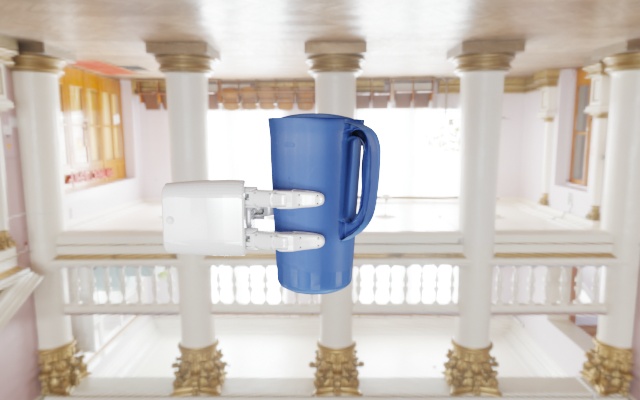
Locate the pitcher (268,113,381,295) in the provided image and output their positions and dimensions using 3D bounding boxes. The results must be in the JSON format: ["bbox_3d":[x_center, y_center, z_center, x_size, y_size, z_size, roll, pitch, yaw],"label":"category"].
[{"bbox_3d":[0.000,0.002,0.662,0.145,0.243,0.149,0,8,-2],"label":"pitcher"}]
